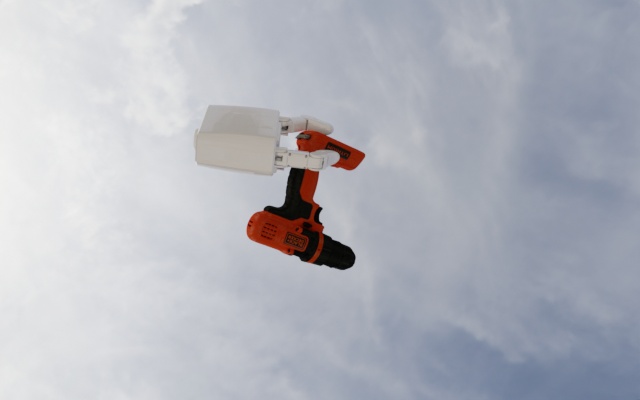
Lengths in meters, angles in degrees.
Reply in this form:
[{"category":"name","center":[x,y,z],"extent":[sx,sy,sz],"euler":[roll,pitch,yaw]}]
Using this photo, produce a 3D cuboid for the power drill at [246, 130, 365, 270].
[{"category":"power drill","center":[0.000,0.002,0.723],"extent":[0.184,0.187,0.057],"euler":[22,-4,-27]}]
